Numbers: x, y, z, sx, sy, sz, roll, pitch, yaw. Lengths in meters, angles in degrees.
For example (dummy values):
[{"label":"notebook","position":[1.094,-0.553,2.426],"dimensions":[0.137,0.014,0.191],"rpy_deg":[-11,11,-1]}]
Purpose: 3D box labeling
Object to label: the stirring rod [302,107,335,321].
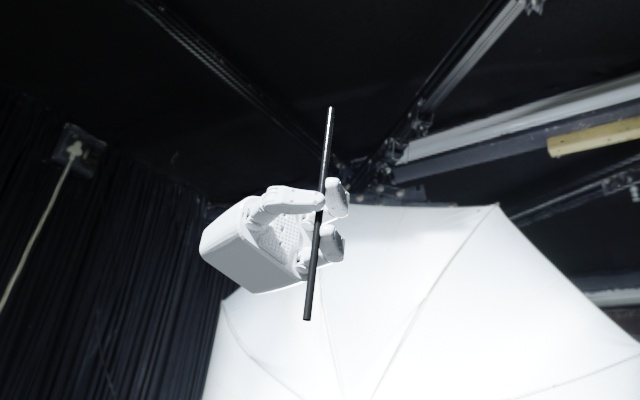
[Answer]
[{"label":"stirring rod","position":[0.000,0.002,0.481],"dimensions":[0.011,0.239,0.011],"rpy_deg":[5,-29,3]}]
